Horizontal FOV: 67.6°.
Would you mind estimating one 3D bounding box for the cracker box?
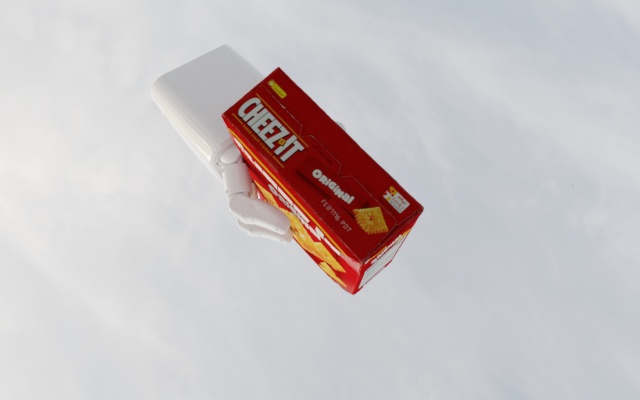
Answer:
[{"bbox_3d":[0.000,0.001,0.455,0.072,0.164,0.214,-42,-14,-10],"label":"cracker box"}]
